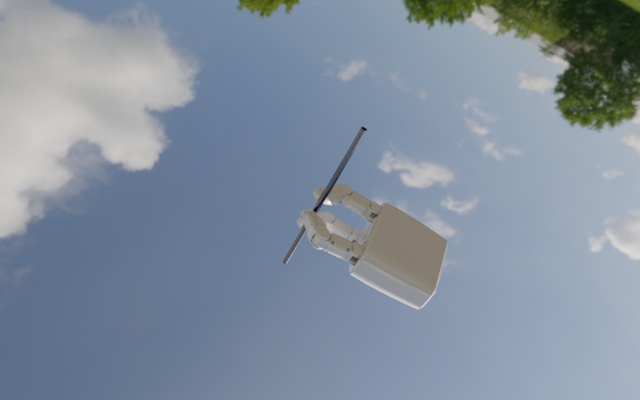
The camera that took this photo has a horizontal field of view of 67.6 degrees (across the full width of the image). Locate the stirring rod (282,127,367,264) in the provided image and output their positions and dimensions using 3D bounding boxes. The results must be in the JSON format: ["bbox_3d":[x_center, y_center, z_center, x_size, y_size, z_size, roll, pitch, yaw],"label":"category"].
[{"bbox_3d":[0.000,0.002,0.633,0.011,0.240,0.011,21,33,-15],"label":"stirring rod"}]
